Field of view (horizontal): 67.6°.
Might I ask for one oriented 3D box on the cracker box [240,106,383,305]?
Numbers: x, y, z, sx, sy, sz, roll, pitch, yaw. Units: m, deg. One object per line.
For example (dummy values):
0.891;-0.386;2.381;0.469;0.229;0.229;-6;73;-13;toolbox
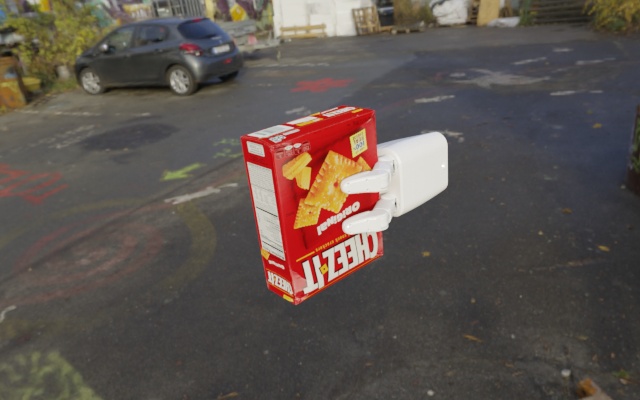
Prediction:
0.000;0.002;0.615;0.164;0.214;0.072;-23;28;-33;cracker box
